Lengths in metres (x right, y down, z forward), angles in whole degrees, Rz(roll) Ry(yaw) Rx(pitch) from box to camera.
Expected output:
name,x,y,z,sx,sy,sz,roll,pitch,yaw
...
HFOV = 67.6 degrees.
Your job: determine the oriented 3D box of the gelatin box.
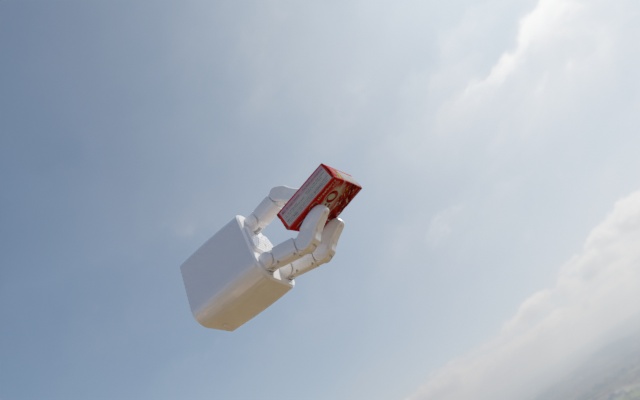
name,x,y,z,sx,sy,sz,roll,pitch,yaw
gelatin box,0.000,0.001,0.592,0.030,0.089,0.073,49,17,29
